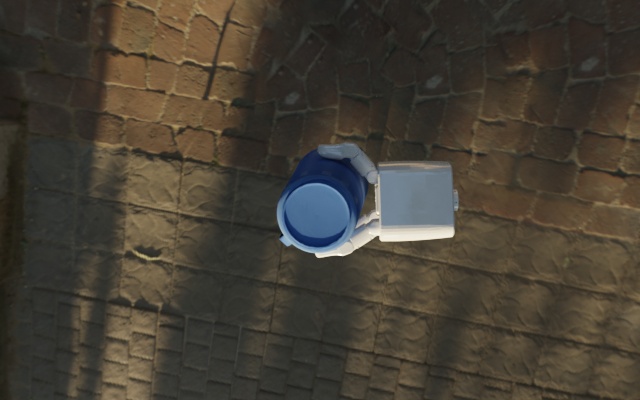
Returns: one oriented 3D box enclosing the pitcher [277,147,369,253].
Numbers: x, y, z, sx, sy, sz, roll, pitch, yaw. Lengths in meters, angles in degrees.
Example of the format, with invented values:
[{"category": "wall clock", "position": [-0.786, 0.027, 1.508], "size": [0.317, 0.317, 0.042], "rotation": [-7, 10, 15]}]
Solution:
[{"category": "pitcher", "position": [0.000, 0.002, 0.735], "size": [0.145, 0.149, 0.242], "rotation": [-1, 12, 6]}]
